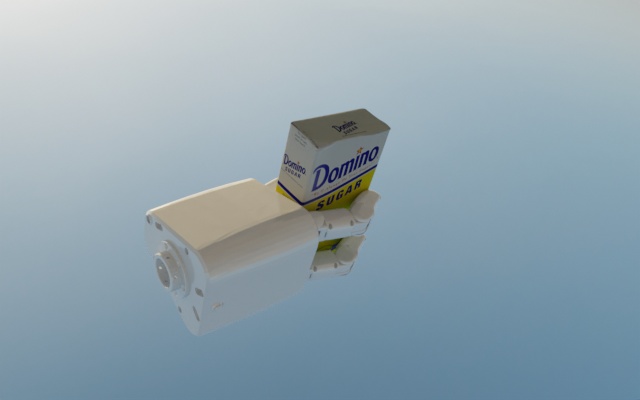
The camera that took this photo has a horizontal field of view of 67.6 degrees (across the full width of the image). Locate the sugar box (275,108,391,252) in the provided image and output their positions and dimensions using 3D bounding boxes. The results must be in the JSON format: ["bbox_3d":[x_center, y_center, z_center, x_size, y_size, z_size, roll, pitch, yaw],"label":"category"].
[{"bbox_3d":[0.000,0.002,0.467,0.093,0.176,0.048,-19,51,-38],"label":"sugar box"}]
